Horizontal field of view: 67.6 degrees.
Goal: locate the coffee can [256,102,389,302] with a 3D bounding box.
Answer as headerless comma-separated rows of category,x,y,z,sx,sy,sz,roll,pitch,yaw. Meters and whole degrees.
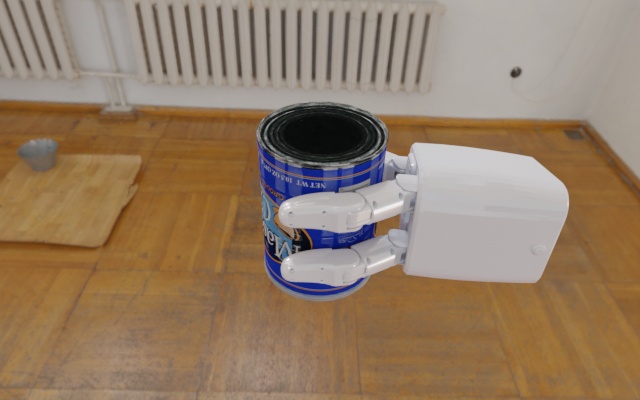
coffee can,0.000,0.001,0.411,0.103,0.140,0.102,1,37,-1
